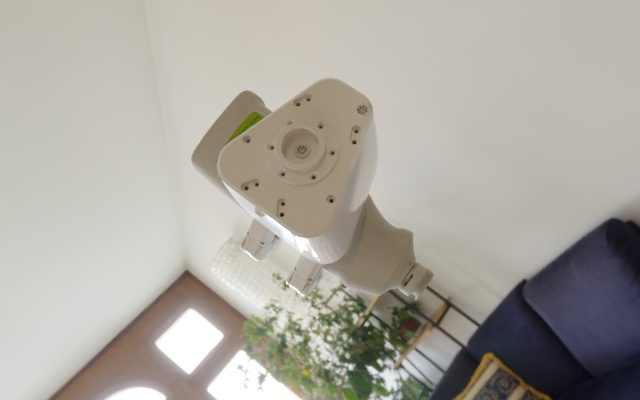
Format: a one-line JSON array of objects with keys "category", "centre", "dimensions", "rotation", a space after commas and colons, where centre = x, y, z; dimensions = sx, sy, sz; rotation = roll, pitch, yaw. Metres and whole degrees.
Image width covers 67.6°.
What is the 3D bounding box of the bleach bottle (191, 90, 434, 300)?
[{"category": "bleach bottle", "centre": [0.000, 0.002, 0.461], "dimensions": [0.251, 0.102, 0.068], "rotation": [35, -8, 13]}]
